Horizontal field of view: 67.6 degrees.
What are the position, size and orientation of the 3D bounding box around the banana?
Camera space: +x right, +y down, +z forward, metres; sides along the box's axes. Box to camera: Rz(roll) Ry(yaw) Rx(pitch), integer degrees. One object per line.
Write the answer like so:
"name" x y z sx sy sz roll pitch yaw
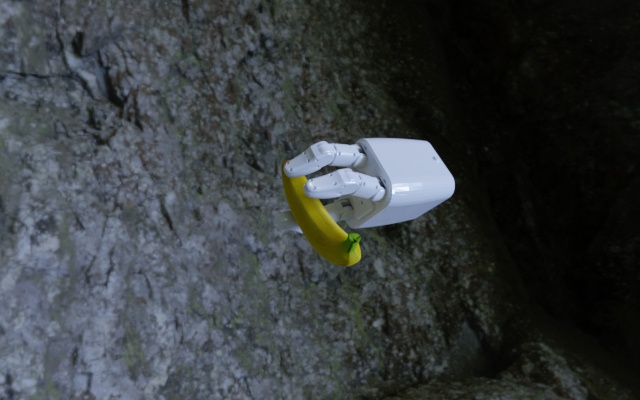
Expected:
"banana" 0.000 0.020 0.545 0.037 0.070 0.197 -8 29 -25
